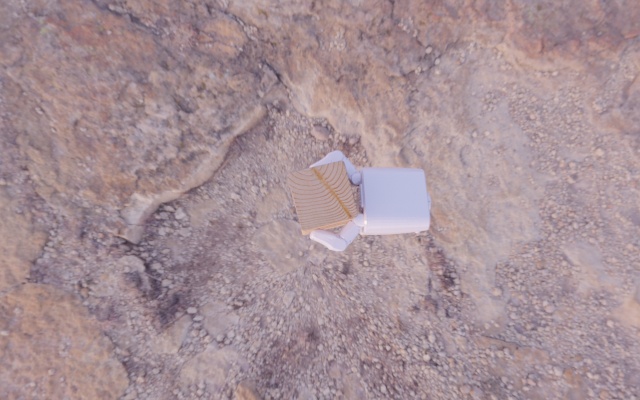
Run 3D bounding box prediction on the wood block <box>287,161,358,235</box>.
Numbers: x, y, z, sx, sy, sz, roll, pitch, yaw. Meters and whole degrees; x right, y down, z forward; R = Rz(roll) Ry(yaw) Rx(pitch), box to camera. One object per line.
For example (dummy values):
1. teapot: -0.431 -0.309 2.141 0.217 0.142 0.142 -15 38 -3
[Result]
1. wood block: 0.000 0.002 0.809 0.090 0.091 0.206 -14 -6 -3
